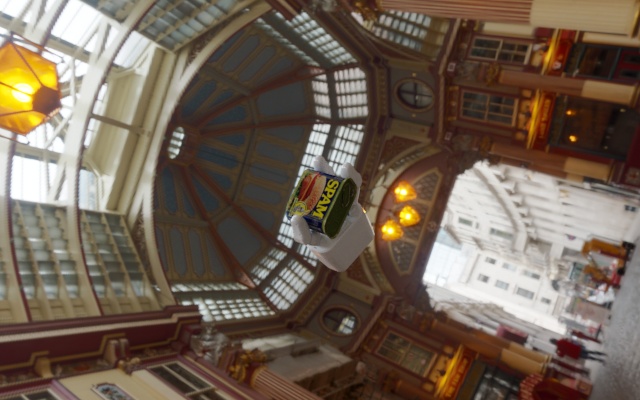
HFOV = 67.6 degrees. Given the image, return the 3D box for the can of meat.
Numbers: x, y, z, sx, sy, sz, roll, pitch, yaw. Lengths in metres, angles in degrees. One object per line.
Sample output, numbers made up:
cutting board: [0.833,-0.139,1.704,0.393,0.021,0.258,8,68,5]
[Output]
can of meat: [0.000,0.003,0.794,0.084,0.102,0.057,18,-17,30]
